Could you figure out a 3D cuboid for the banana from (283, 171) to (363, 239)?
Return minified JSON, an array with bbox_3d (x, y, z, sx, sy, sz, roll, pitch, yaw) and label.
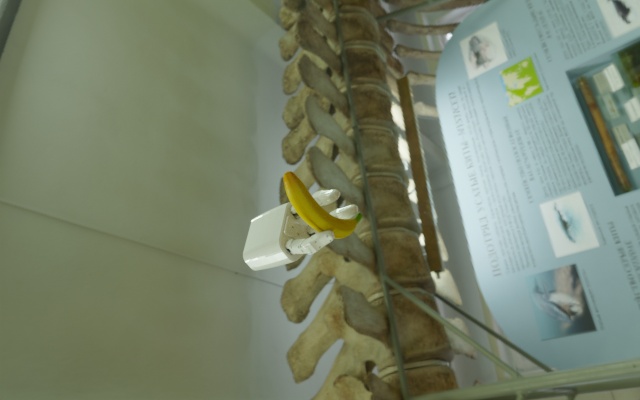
[{"bbox_3d":[0.001,0.021,0.829,0.037,0.069,0.198,-17,-35,38],"label":"banana"}]
